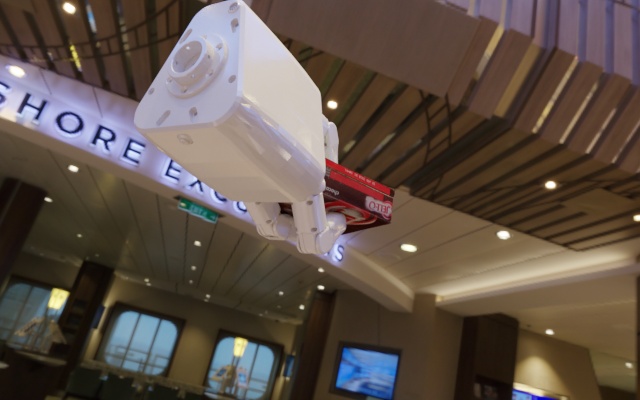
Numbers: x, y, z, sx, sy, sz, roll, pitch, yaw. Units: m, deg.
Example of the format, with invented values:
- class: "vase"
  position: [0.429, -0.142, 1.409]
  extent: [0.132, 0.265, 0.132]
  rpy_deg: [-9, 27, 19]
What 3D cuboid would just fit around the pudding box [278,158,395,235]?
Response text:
- class: "pudding box"
  position: [0.000, 0.001, 0.452]
  extent: [0.090, 0.039, 0.113]
  rpy_deg: [24, -22, -28]
